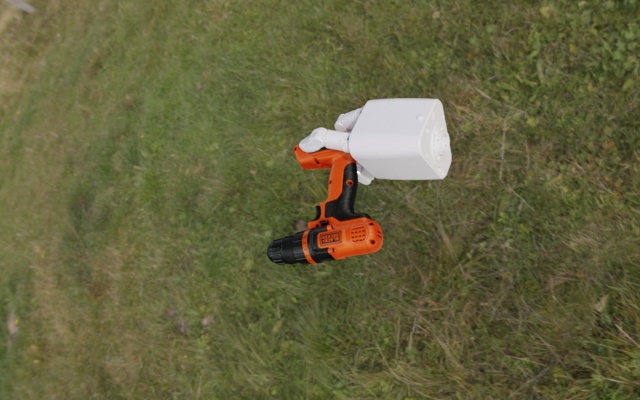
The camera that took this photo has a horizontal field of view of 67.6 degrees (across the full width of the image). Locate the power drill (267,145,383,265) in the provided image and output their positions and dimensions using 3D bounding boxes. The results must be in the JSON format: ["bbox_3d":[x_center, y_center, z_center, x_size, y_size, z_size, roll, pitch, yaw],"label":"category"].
[{"bbox_3d":[0.000,0.002,0.725,0.184,0.187,0.057,-11,-20,24],"label":"power drill"}]
